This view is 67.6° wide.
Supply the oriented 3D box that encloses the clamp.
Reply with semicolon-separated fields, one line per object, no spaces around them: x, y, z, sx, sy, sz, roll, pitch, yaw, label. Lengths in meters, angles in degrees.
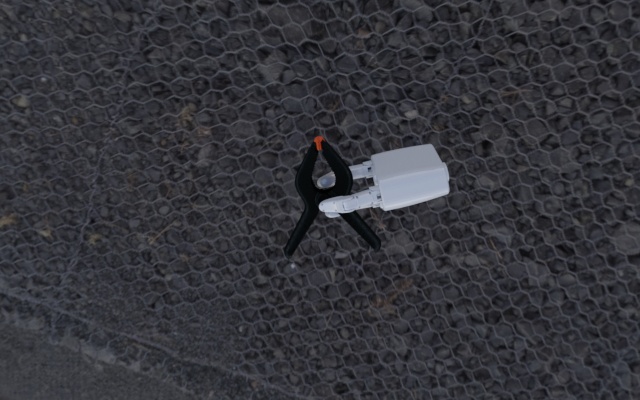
0.000;0.002;0.788;0.164;0.210;0.036;-13;15;6;clamp
